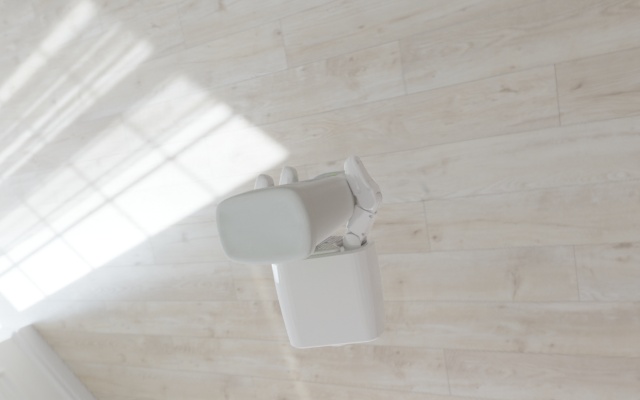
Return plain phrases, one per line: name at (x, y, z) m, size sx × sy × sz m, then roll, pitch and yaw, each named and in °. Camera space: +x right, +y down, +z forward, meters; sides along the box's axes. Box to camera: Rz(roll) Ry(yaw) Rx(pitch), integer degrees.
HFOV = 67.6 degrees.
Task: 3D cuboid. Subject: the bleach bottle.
bleach bottle at (0.000, 0.002, 0.525) m, size 0.102 × 0.068 × 0.251 m, roll -8°, pitch 7°, yaw 28°
